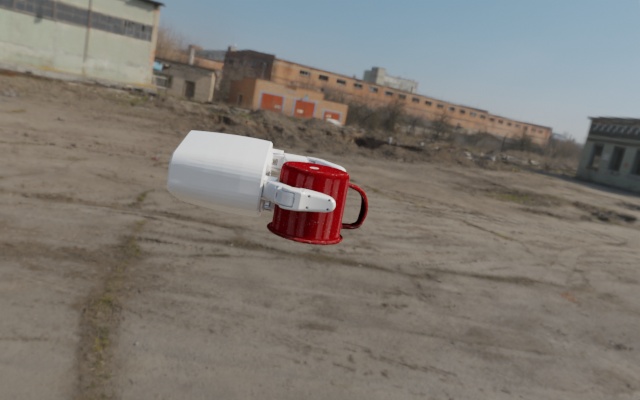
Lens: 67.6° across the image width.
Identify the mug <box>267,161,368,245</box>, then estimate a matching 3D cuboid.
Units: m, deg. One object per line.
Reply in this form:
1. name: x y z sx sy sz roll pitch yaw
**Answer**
1. mug: 0.002 0.002 0.570 0.117 0.081 0.093 9 11 -7
